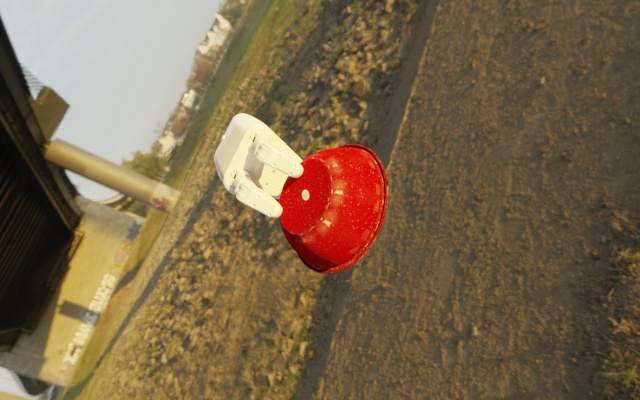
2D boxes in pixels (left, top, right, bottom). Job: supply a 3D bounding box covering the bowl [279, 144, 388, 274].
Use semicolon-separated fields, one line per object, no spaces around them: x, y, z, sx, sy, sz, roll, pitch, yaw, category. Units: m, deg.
0.001;0.002;0.559;0.055;0.162;0.162;20;-14;-40;bowl
